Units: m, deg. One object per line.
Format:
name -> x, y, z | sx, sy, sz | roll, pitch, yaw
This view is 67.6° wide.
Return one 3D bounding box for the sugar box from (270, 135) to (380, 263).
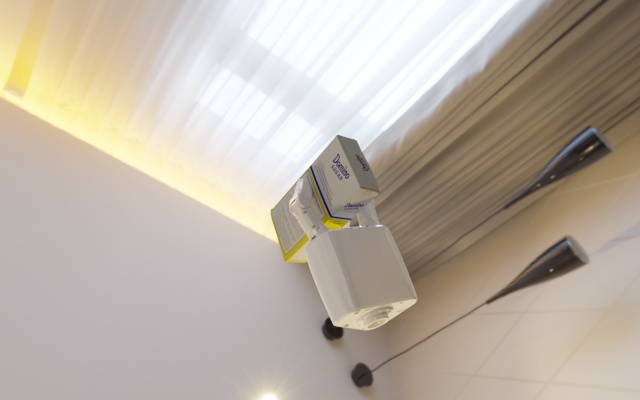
sugar box -> 0.000, 0.002, 0.664 | 0.048, 0.093, 0.176 | 11, -43, -42
